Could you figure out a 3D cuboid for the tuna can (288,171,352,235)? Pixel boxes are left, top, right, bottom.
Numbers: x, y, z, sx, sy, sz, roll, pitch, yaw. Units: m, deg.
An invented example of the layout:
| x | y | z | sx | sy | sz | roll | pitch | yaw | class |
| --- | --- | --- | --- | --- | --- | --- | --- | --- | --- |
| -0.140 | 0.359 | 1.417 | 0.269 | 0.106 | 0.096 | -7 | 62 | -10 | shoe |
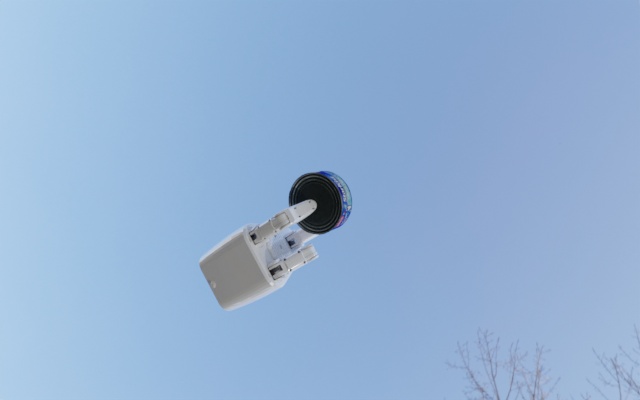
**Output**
| x | y | z | sx | sy | sz | roll | pitch | yaw | class |
| --- | --- | --- | --- | --- | --- | --- | --- | --- | --- |
| 0.000 | 0.002 | 0.660 | 0.086 | 0.086 | 0.033 | 0 | 9 | 32 | tuna can |
